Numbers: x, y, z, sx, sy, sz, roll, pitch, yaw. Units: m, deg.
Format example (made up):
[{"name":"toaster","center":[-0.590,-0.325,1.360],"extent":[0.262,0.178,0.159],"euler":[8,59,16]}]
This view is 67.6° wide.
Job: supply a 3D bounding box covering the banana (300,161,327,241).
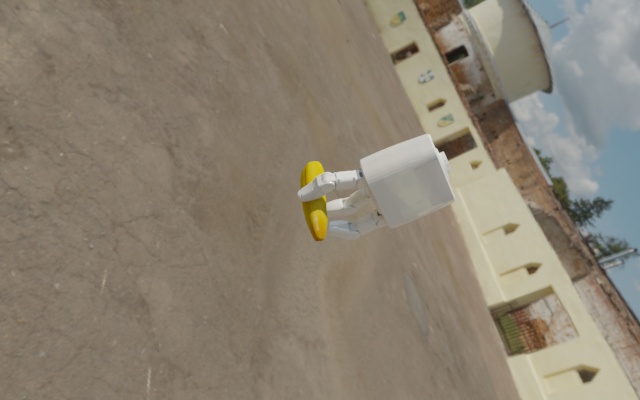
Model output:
[{"name":"banana","center":[-0.007,-0.014,0.752],"extent":[0.037,0.070,0.197],"euler":[-21,26,11]}]
